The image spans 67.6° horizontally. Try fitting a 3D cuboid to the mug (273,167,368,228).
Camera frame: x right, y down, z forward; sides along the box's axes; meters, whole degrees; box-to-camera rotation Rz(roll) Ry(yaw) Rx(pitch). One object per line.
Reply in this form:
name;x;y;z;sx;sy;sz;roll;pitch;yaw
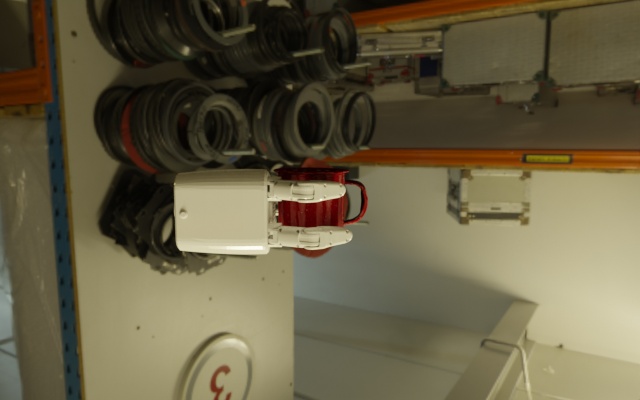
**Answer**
mug;0.002;0.002;0.593;0.117;0.081;0.093;1;7;0
